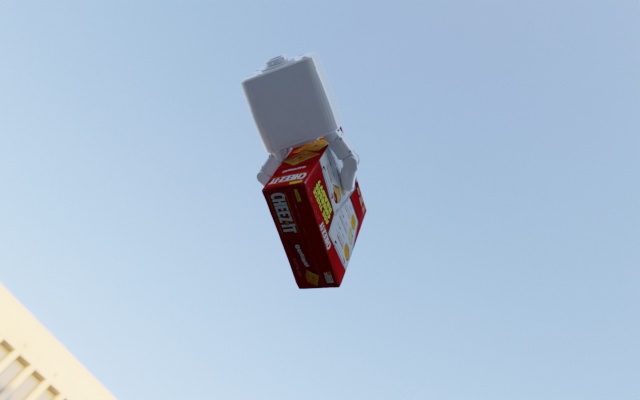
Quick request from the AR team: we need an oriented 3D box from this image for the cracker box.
[{"bbox_3d":[0.000,0.002,0.713,0.072,0.164,0.213,-9,26,21],"label":"cracker box"}]
